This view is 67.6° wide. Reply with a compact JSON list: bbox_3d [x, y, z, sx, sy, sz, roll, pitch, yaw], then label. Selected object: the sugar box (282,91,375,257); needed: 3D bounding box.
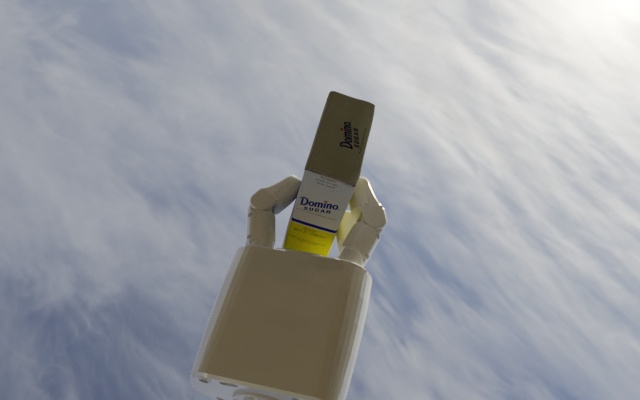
[{"bbox_3d":[0.001,0.002,0.426,0.048,0.093,0.176,18,-38,-3],"label":"sugar box"}]
